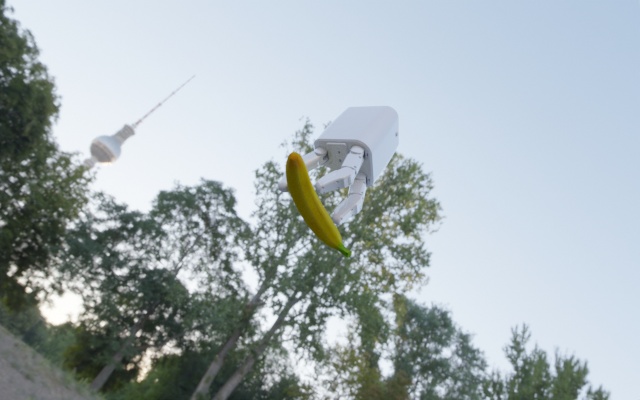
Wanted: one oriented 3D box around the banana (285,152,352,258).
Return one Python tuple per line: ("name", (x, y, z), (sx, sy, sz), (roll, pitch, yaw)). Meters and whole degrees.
("banana", (-0.011, 0.004, 0.741), (0.069, 0.198, 0.037), (3, 42, 48))
